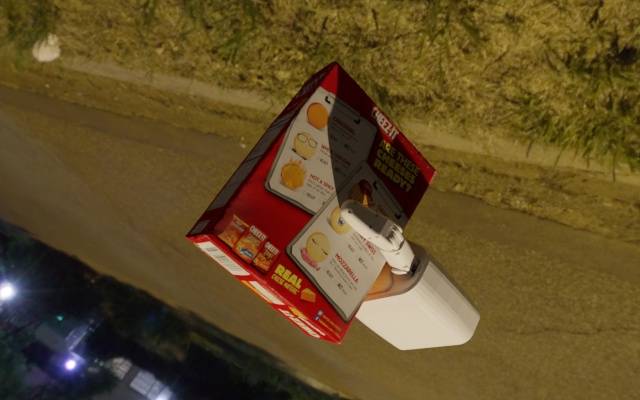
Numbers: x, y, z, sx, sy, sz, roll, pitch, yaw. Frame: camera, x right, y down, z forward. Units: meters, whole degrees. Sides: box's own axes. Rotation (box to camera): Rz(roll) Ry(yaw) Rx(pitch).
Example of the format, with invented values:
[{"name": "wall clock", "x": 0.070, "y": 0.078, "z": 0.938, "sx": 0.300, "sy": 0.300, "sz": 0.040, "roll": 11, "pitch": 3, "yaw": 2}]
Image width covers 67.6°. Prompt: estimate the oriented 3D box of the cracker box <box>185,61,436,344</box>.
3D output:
[{"name": "cracker box", "x": 0.000, "y": 0.002, "z": 0.468, "sx": 0.164, "sy": 0.213, "sz": 0.072, "roll": 43, "pitch": -26, "yaw": -21}]
